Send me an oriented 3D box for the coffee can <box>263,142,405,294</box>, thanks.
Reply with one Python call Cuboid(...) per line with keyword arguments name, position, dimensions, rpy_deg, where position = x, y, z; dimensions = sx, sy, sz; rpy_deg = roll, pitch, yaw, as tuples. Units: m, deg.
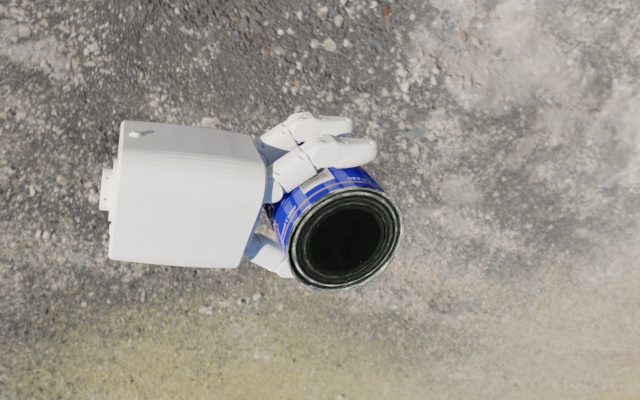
Cuboid(name="coffee can", position=(0.000, 0.001, 0.441), dimensions=(0.103, 0.103, 0.140), rpy_deg=(0, 28, -21))
